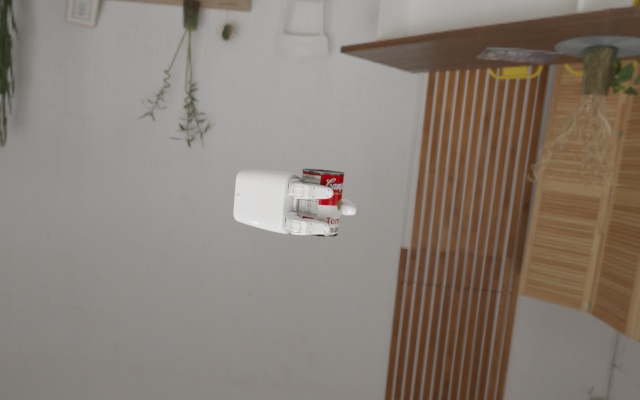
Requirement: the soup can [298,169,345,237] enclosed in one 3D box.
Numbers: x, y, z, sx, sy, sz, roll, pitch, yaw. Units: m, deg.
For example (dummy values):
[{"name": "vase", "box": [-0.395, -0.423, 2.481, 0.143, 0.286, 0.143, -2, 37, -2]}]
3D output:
[{"name": "soup can", "box": [0.001, 0.003, 0.768, 0.068, 0.102, 0.068, 5, 6, -1]}]
